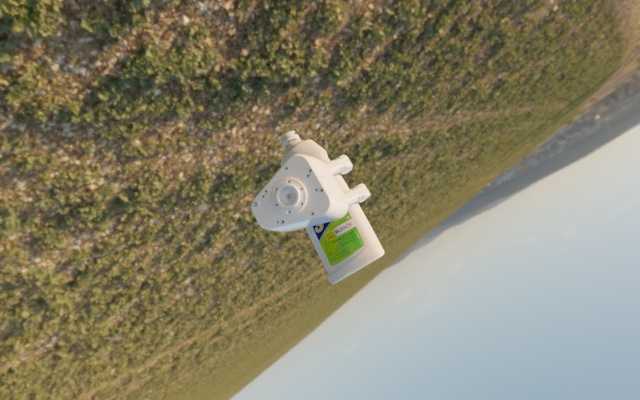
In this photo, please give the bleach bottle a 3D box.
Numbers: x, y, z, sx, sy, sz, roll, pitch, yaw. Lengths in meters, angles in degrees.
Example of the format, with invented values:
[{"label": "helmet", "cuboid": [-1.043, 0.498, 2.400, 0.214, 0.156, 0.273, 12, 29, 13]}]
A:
[{"label": "bleach bottle", "cuboid": [0.000, 0.003, 0.781, 0.102, 0.251, 0.068, -32, -9, 11]}]
